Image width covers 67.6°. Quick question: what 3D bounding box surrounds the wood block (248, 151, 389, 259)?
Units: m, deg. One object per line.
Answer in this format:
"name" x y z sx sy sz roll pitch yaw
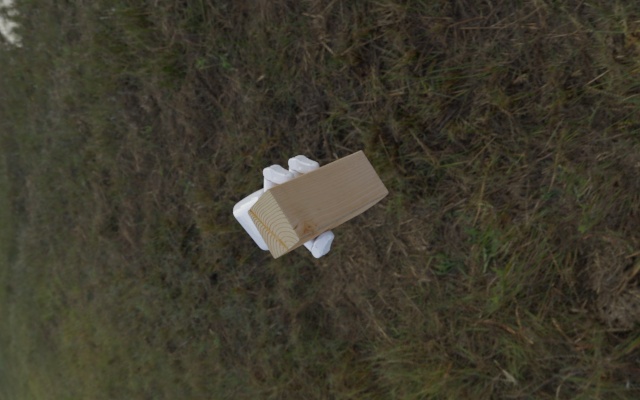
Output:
"wood block" 0.000 0.003 0.779 0.206 0.091 0.090 -26 -9 -38
